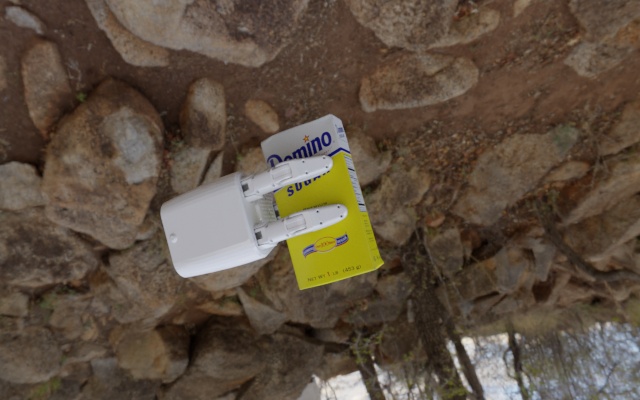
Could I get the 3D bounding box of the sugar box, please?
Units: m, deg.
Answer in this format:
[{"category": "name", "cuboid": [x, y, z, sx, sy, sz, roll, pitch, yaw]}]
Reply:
[{"category": "sugar box", "cuboid": [0.000, 0.002, 0.536, 0.093, 0.176, 0.048, -19, -5, 18]}]
